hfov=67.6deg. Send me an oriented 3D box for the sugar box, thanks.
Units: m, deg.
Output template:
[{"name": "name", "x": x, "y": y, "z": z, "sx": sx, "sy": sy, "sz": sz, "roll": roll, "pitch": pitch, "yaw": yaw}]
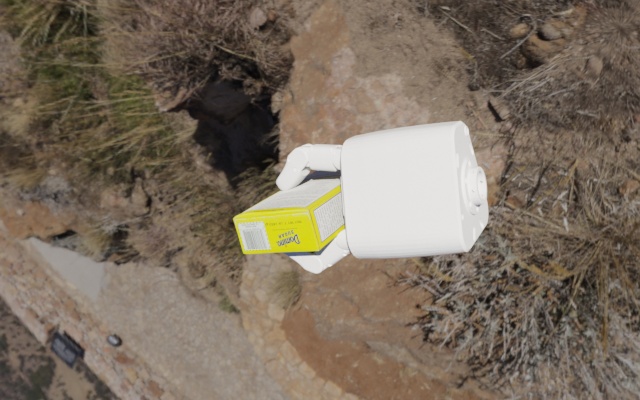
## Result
[{"name": "sugar box", "x": 0.000, "y": 0.002, "z": 0.506, "sx": 0.093, "sy": 0.048, "sz": 0.176, "roll": -5, "pitch": 14, "yaw": 34}]
